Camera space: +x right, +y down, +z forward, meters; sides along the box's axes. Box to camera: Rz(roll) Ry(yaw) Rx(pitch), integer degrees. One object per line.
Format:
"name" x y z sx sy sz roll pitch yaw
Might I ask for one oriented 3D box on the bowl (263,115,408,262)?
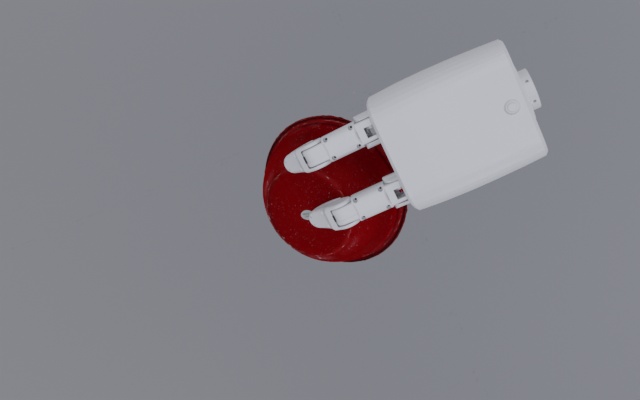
"bowl" -0.001 0.002 0.471 0.162 0.162 0.055 0 23 29
